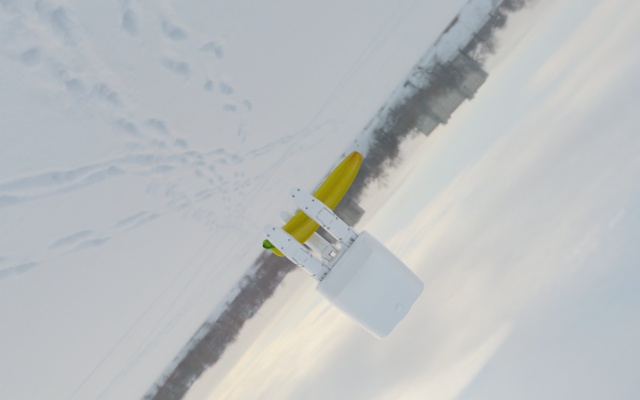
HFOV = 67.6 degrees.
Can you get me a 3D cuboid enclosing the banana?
[{"bbox_3d":[-0.006,0.012,0.646,0.037,0.197,0.070,40,-28,5],"label":"banana"}]
